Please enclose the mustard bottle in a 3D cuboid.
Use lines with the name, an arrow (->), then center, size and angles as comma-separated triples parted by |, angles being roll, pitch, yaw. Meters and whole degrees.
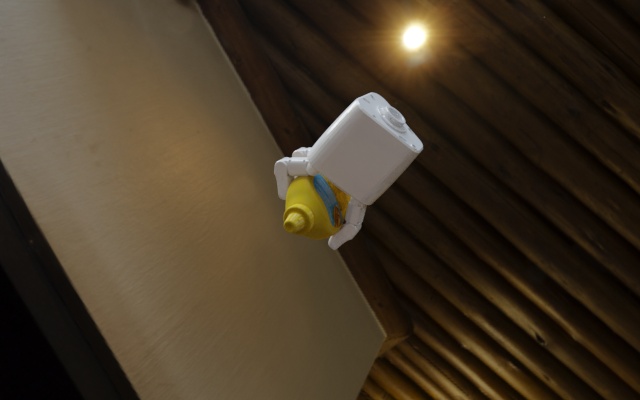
mustard bottle -> 0.000, 0.002, 0.686 | 0.058, 0.096, 0.191 | -18, 11, 29
